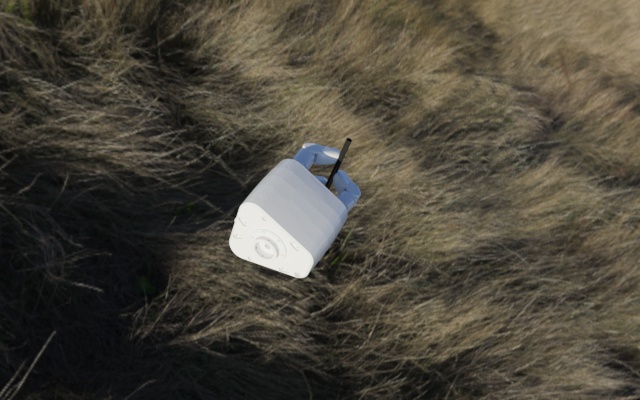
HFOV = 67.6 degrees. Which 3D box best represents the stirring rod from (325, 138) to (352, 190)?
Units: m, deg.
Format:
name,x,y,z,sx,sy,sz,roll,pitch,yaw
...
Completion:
name,x,y,z,sx,sy,sz,roll,pitch,yaw
stirring rod,0.000,0.002,0.720,0.011,0.011,0.240,0,-44,-27
